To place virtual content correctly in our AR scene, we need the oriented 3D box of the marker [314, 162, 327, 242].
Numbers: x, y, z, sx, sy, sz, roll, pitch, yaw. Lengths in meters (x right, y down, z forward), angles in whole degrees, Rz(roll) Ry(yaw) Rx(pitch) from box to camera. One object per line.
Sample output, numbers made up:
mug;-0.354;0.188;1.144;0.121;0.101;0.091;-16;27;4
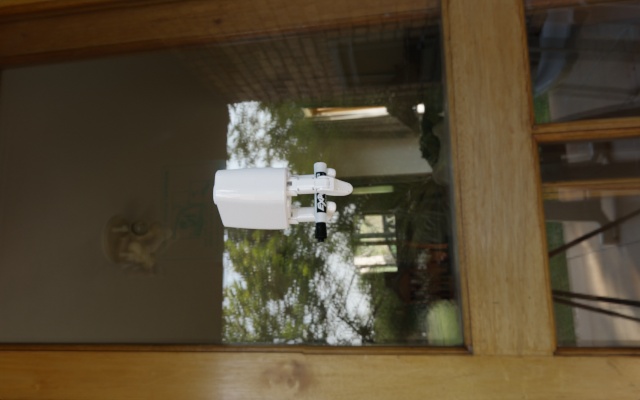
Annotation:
marker;0.000;0.002;0.716;0.020;0.121;0.020;-1;-16;0
